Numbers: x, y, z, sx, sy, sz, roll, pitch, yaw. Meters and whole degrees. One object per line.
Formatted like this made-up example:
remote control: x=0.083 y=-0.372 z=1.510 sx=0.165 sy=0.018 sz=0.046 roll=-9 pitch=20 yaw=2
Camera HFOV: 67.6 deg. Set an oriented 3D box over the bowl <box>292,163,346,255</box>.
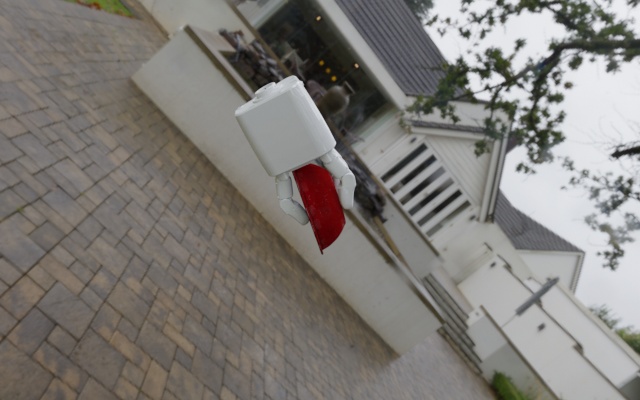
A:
bowl: x=0.001 y=0.003 z=0.767 sx=0.055 sy=0.162 sz=0.162 roll=-19 pitch=1 yaw=-2
